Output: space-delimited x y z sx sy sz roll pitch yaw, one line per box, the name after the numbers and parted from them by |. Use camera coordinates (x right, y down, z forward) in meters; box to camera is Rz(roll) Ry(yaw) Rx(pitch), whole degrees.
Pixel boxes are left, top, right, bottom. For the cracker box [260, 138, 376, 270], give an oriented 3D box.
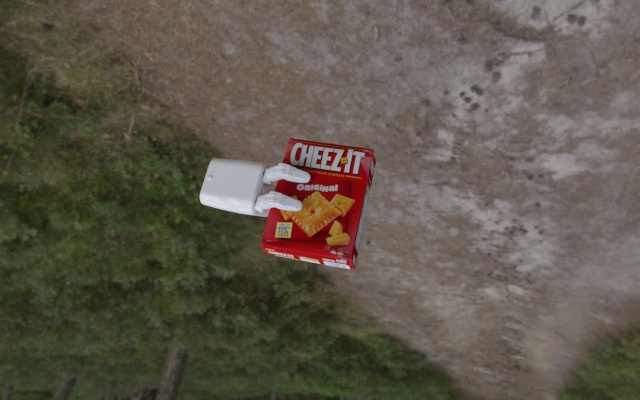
0.000 0.003 0.861 0.164 0.213 0.072 9 -19 12 | cracker box
